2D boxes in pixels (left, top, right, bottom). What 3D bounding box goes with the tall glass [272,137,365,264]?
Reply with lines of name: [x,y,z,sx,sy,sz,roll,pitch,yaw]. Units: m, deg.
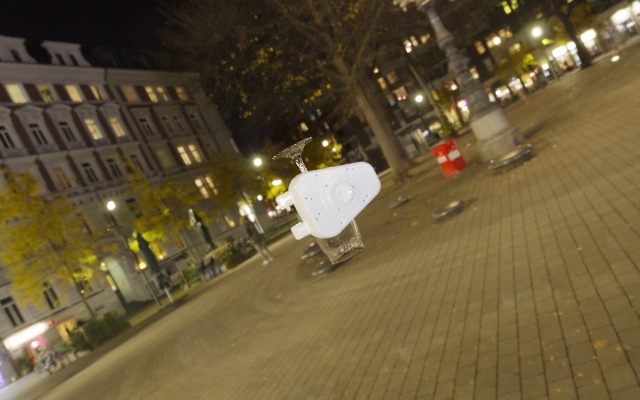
tall glass: [0.000,0.002,0.783,0.079,0.201,0.079,-28,2,1]
